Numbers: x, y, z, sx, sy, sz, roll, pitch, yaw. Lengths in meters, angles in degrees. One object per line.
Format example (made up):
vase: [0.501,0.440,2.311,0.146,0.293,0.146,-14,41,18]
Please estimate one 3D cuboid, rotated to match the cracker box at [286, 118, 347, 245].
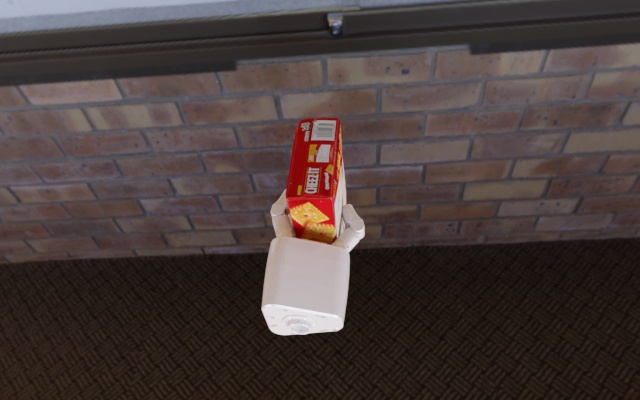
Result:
cracker box: [0.000,0.002,0.758,0.072,0.164,0.214,0,-39,7]
